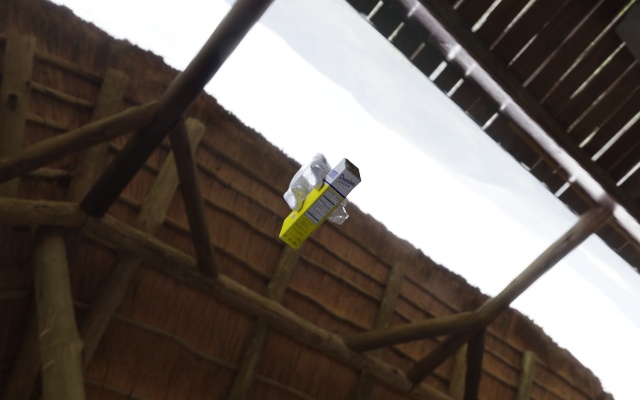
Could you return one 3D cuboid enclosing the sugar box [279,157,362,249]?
[{"bbox_3d":[0.000,0.003,0.870,0.048,0.176,0.093,38,14,-10],"label":"sugar box"}]
